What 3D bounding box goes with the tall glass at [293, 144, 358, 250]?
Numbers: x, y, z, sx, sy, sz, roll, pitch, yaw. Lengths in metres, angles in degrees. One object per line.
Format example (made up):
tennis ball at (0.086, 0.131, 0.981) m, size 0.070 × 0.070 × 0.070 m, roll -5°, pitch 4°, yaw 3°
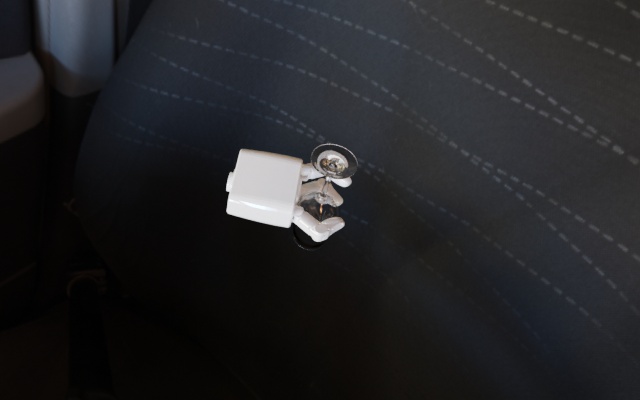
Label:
tall glass at (0.000, 0.002, 0.802) m, size 0.079 × 0.079 × 0.201 m, roll 0°, pitch -40°, yaw -15°
